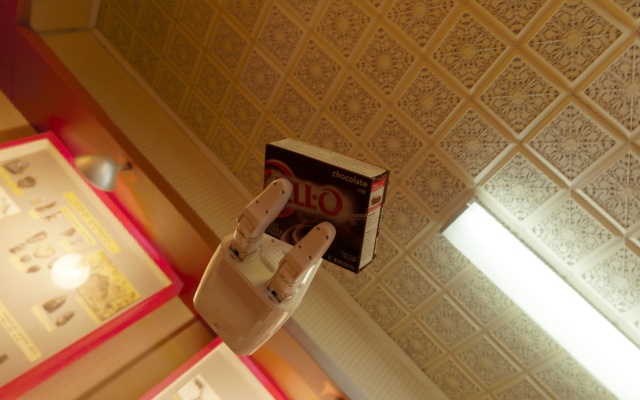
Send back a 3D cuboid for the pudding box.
[{"bbox_3d":[0.000,0.001,0.427,0.113,0.090,0.039,19,28,27],"label":"pudding box"}]
